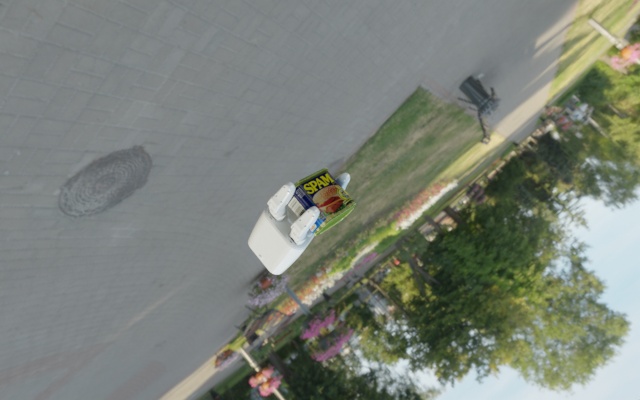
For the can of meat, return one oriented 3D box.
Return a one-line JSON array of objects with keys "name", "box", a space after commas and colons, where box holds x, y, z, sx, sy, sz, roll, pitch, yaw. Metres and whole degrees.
[{"name": "can of meat", "box": [0.000, 0.003, 0.801, 0.102, 0.084, 0.057, -30, -16, -46]}]
